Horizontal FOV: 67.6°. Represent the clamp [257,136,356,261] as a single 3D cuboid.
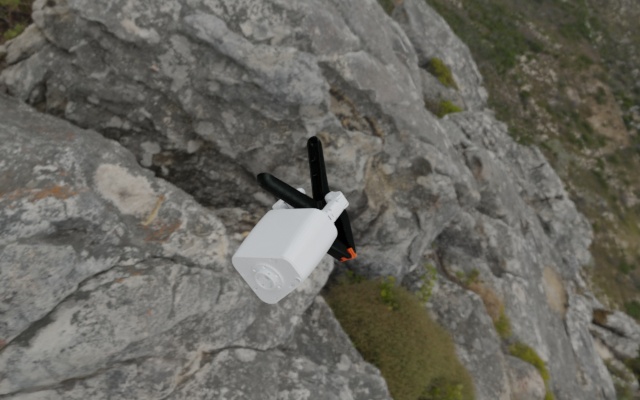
[{"bbox_3d":[0.001,0.003,0.778,0.036,0.210,0.164,-20,22,41],"label":"clamp"}]
